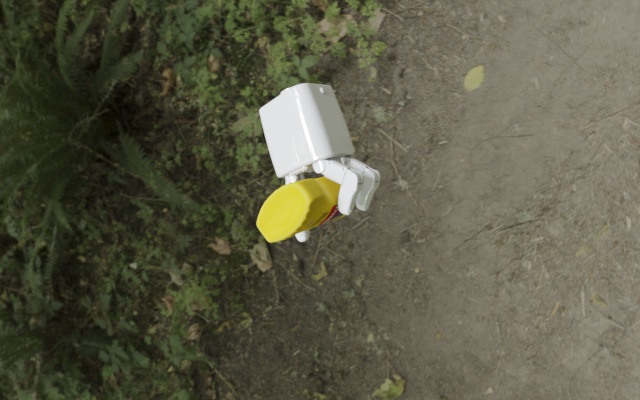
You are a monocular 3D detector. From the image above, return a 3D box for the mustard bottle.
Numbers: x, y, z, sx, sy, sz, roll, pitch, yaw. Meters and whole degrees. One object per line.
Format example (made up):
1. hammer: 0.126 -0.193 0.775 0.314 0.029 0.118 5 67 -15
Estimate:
1. mustard bottle: 0.000 0.003 0.677 0.096 0.058 0.191 -47 -16 29
